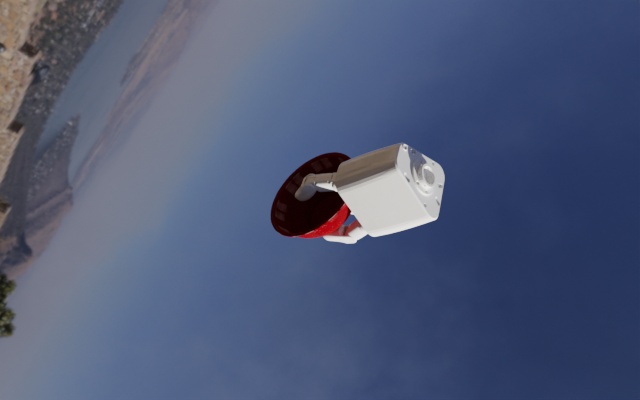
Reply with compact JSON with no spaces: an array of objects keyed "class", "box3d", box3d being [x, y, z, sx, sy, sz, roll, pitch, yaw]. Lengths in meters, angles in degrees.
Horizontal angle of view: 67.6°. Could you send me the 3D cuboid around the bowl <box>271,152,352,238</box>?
[{"class":"bowl","box3d":[-0.001,0.003,0.756,0.162,0.162,0.055,0,-35,43]}]
